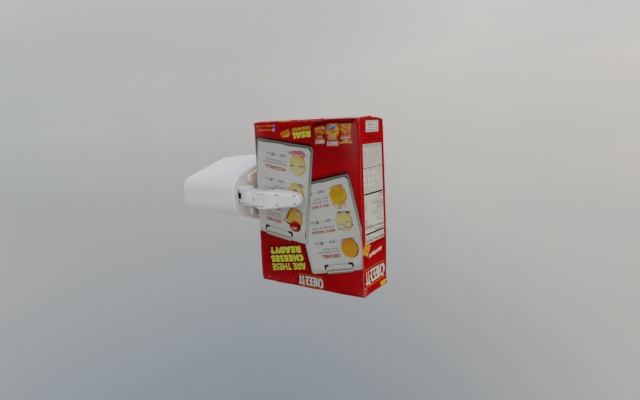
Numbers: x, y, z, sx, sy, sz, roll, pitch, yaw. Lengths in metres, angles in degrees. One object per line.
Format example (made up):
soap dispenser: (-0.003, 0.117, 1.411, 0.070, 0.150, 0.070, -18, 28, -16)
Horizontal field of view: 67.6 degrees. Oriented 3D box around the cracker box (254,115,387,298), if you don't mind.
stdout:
cracker box: (0.000, 0.002, 0.617, 0.164, 0.214, 0.072, 4, 11, 35)
